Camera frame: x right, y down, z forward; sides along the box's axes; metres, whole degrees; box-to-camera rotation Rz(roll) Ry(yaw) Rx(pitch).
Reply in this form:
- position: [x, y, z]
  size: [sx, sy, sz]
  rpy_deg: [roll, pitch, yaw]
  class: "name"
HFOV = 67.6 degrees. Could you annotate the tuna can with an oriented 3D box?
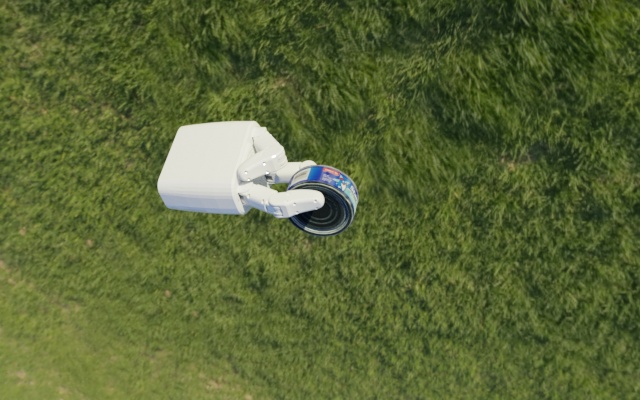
- position: [0.000, 0.002, 0.560]
  size: [0.086, 0.086, 0.033]
  rpy_deg: [0, 40, 15]
  class: "tuna can"
